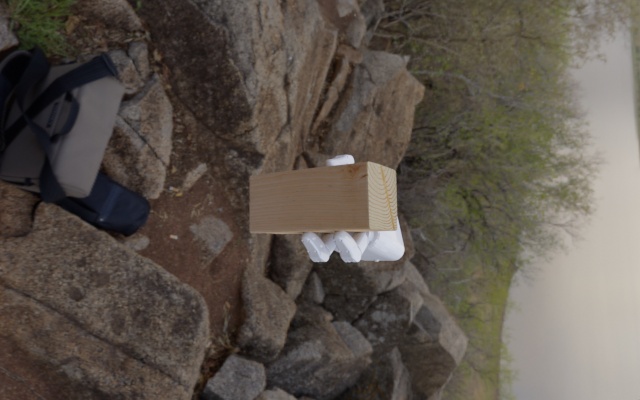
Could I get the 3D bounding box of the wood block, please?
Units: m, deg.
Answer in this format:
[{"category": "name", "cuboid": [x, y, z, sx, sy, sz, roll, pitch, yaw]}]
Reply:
[{"category": "wood block", "cuboid": [0.000, 0.002, 0.708, 0.206, 0.091, 0.090, -5, -7, 33]}]
